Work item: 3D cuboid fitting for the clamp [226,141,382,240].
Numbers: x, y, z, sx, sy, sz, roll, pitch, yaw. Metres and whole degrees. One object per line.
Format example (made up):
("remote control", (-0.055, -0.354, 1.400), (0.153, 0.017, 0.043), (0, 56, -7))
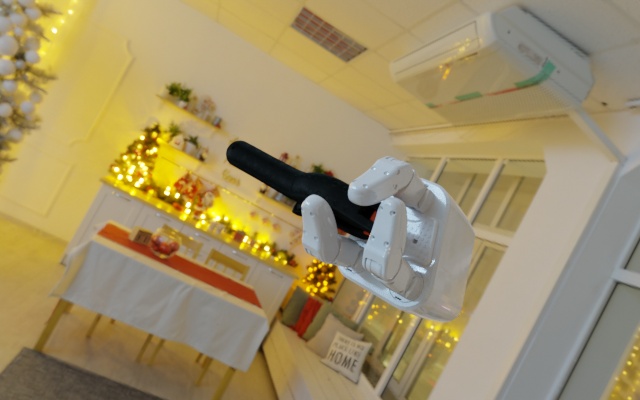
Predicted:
("clamp", (0.000, 0.001, 0.434), (0.171, 0.039, 0.120), (27, -5, 37))
